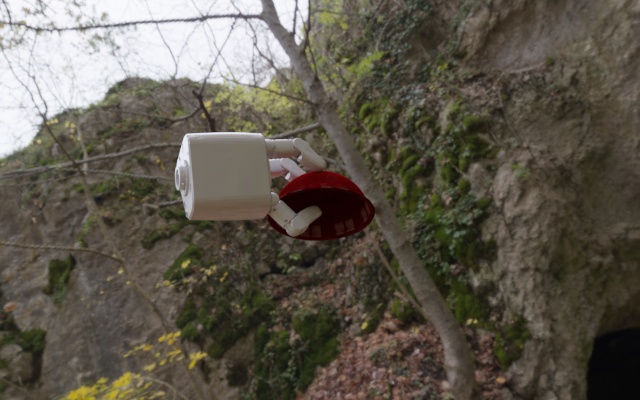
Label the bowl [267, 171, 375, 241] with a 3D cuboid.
[{"bbox_3d":[0.001,0.002,0.727,0.162,0.055,0.162,-2,-31,-1],"label":"bowl"}]
